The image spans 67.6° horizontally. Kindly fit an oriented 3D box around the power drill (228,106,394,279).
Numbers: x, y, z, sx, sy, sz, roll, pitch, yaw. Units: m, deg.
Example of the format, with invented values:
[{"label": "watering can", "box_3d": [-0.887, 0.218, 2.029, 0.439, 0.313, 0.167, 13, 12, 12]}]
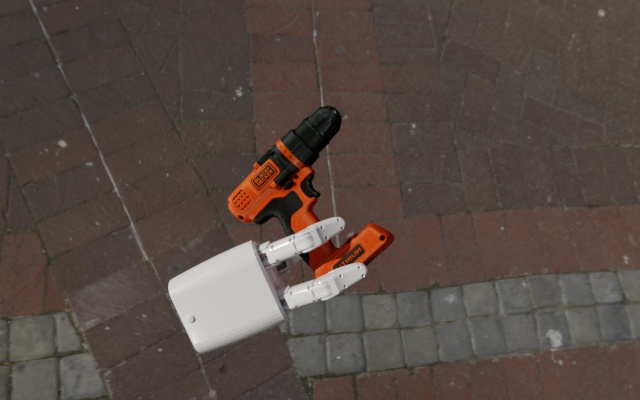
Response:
[{"label": "power drill", "box_3d": [0.000, 0.002, 0.581, 0.184, 0.187, 0.057, -45, -17, 11]}]
